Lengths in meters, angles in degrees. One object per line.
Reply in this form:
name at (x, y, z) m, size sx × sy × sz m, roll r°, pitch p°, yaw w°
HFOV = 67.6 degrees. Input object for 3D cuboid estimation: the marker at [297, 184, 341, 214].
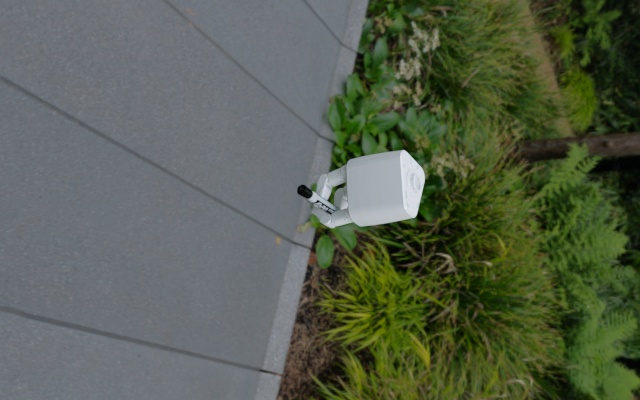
marker at (0.000, 0.003, 0.830) m, size 0.020 × 0.020 × 0.121 m, roll 0°, pitch -23°, yaw 39°
